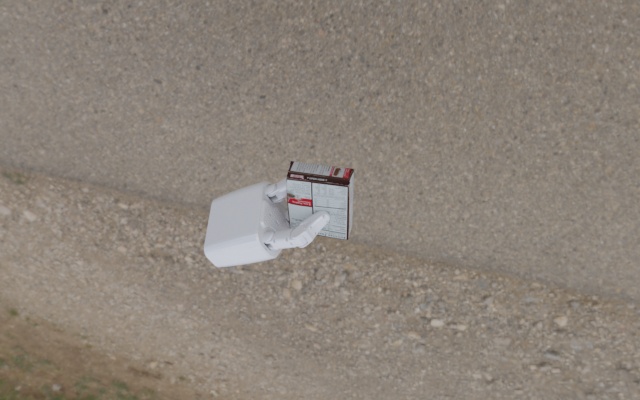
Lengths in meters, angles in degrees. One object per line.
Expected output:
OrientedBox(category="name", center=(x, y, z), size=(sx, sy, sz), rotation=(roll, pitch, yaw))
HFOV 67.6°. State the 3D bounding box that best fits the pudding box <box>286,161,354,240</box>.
OrientedBox(category="pudding box", center=(0.000, 0.002, 0.672), size=(0.090, 0.039, 0.114), rotation=(7, -43, 9))
